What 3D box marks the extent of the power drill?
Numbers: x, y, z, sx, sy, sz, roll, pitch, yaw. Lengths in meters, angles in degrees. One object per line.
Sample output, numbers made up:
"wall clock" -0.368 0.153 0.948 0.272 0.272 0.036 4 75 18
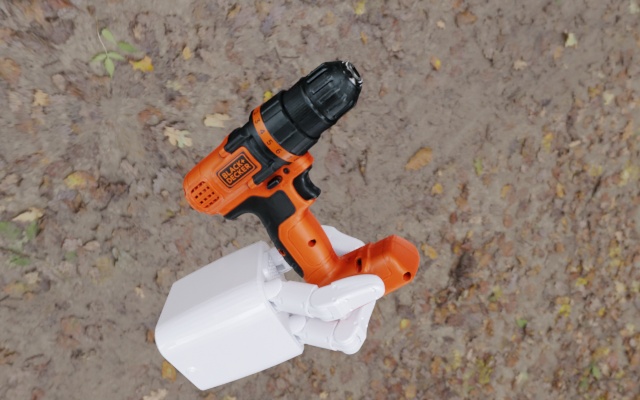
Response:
"power drill" 0.000 0.002 0.404 0.184 0.188 0.057 -33 14 28
